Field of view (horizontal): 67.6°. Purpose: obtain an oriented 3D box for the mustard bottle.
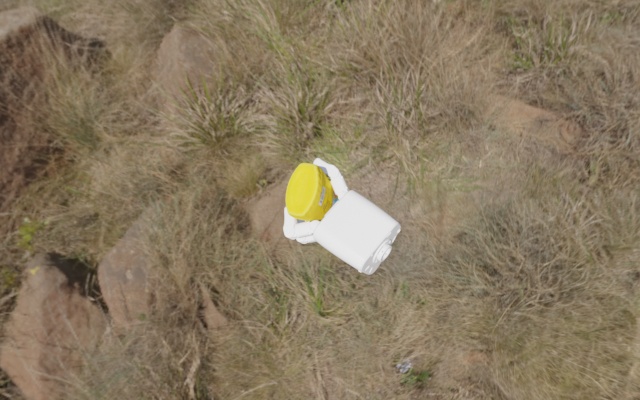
[{"bbox_3d":[0.000,0.003,0.887,0.058,0.096,0.192,8,-11,22],"label":"mustard bottle"}]
